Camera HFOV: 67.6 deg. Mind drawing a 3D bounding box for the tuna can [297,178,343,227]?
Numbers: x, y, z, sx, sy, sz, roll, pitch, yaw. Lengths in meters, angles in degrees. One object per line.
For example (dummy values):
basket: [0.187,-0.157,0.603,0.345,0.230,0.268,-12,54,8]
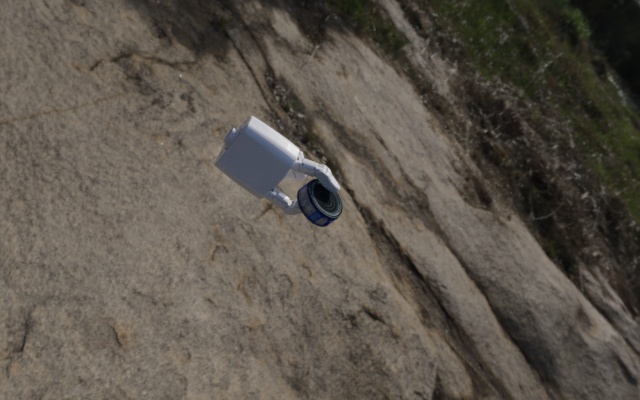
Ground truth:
tuna can: [0.001,0.003,0.868,0.034,0.086,0.086,-36,-22,34]
